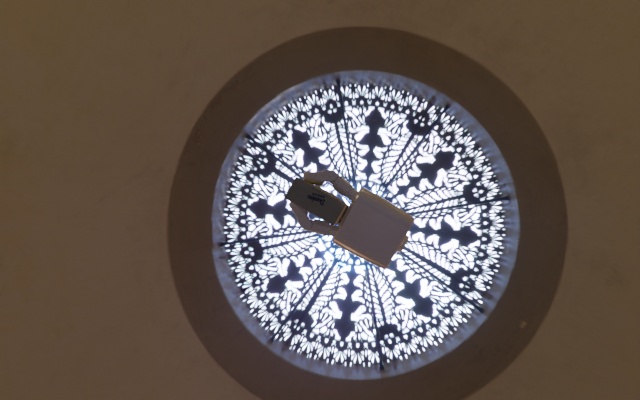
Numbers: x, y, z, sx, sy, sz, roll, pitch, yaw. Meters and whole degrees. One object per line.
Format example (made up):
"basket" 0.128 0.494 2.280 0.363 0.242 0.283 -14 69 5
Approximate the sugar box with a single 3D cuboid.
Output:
"sugar box" 0.001 0.002 0.836 0.093 0.048 0.176 29 -1 5
